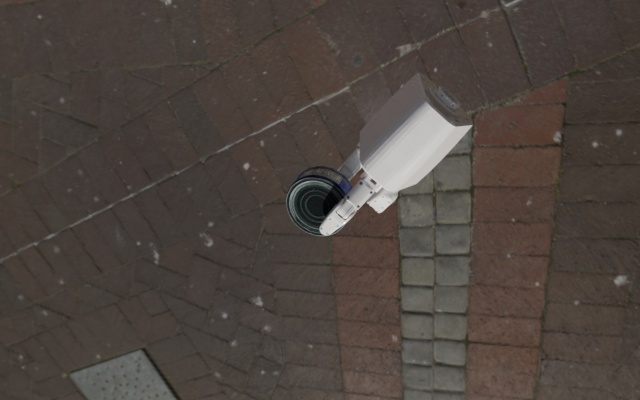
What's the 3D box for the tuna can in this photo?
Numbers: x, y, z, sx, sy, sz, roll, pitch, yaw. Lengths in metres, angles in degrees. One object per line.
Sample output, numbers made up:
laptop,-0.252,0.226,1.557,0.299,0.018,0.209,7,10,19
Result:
tuna can,0.000,0.002,0.609,0.086,0.086,0.033,0,26,19
